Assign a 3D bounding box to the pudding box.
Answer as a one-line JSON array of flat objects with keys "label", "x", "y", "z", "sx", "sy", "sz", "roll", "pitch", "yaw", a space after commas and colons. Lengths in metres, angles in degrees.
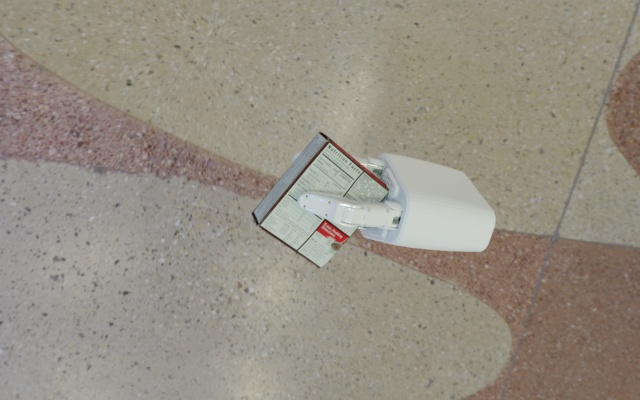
[{"label": "pudding box", "x": 0.000, "y": 0.002, "z": 0.486, "sx": 0.090, "sy": 0.113, "sz": 0.039, "roll": 38, "pitch": 5, "yaw": -24}]
